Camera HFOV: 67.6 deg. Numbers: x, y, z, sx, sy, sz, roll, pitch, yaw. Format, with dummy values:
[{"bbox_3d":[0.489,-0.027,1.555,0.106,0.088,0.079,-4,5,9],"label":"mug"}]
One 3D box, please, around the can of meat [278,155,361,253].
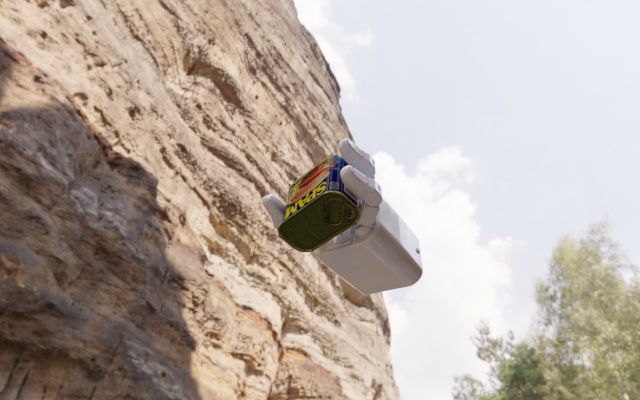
[{"bbox_3d":[0.000,0.002,0.590,0.102,0.084,0.057,-35,-62,28],"label":"can of meat"}]
